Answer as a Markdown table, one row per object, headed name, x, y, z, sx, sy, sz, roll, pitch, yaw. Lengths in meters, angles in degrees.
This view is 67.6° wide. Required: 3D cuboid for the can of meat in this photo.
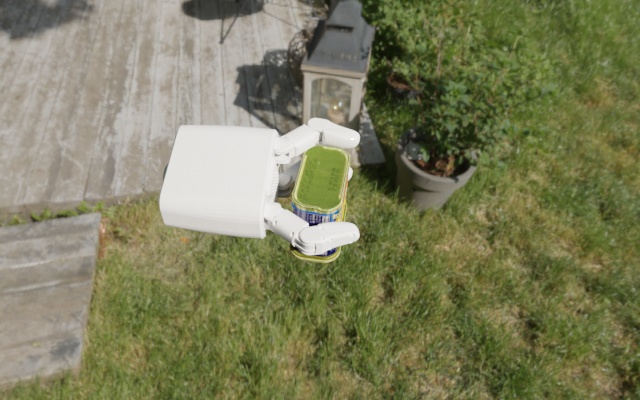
| name | x | y | z | sx | sy | sz | roll | pitch | yaw |
| --- | --- | --- | --- | --- | --- | --- | --- | --- | --- |
| can of meat | 0.000 | 0.002 | 0.523 | 0.057 | 0.102 | 0.084 | 8 | -43 | 5 |
